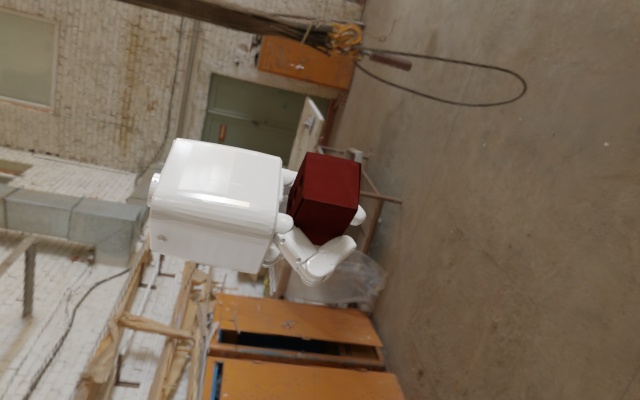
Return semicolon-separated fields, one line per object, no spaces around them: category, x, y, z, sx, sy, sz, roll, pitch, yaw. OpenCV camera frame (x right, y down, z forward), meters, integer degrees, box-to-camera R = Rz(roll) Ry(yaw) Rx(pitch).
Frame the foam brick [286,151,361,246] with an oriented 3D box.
foam brick;0.000;0.001;0.441;0.051;0.053;0.078;13;-35;-11
